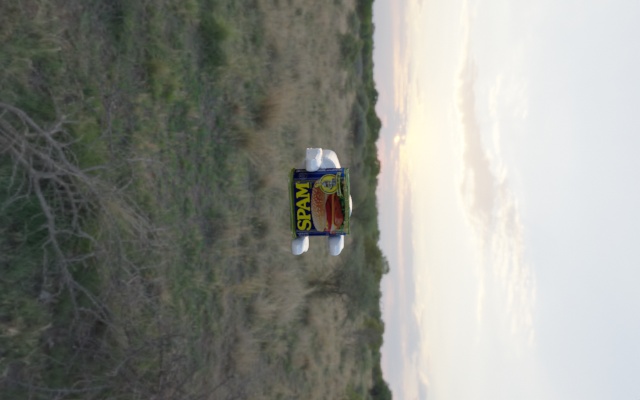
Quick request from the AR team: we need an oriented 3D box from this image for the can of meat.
[{"bbox_3d":[0.000,0.002,0.688,0.084,0.102,0.057,-1,11,5],"label":"can of meat"}]
